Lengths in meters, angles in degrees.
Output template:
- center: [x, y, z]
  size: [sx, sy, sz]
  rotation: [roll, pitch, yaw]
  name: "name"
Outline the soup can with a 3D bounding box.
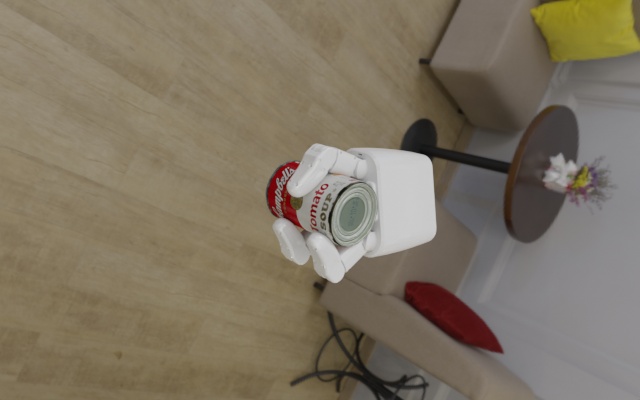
- center: [0.000, 0.002, 0.495]
  size: [0.068, 0.068, 0.102]
  rotation: [0, 15, -44]
  name: "soup can"
